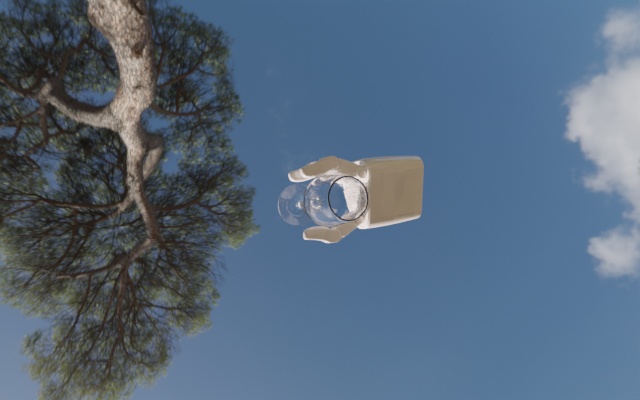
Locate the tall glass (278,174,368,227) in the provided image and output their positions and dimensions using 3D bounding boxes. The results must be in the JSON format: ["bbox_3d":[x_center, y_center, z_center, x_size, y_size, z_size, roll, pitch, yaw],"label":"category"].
[{"bbox_3d":[0.000,0.003,0.739,0.079,0.079,0.201,0,-3,-22],"label":"tall glass"}]
